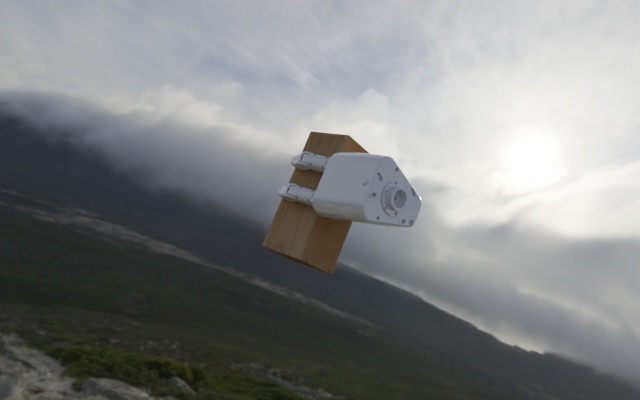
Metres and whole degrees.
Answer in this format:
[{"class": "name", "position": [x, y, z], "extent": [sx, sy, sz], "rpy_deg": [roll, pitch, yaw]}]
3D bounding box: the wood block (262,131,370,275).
[{"class": "wood block", "position": [0.001, 0.003, 0.778], "extent": [0.090, 0.206, 0.091], "rpy_deg": [13, -14, 43]}]
